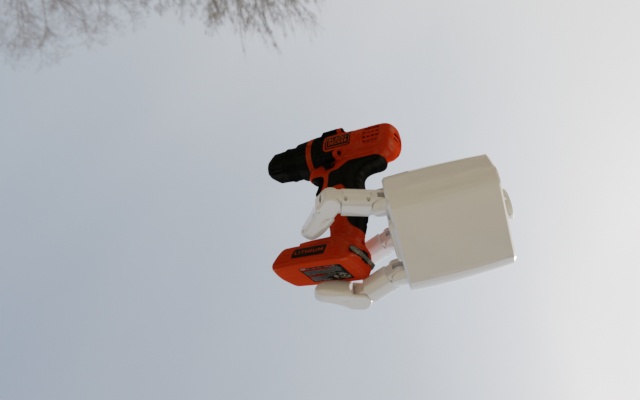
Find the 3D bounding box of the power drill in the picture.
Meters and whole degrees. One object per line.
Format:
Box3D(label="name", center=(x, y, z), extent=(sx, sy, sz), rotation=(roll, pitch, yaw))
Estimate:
Box3D(label="power drill", center=(0.000, 0.002, 0.554), extent=(0.184, 0.187, 0.057), rotation=(-12, -36, 33))
